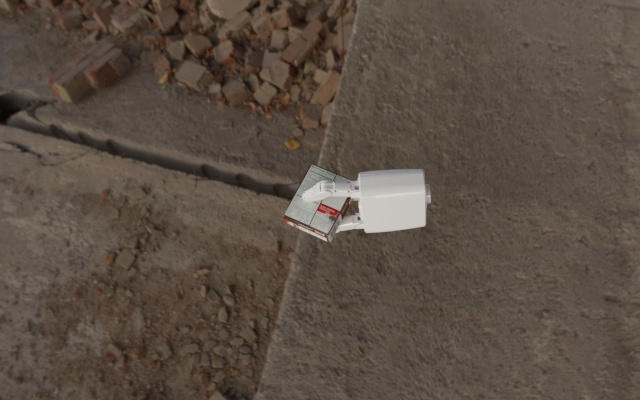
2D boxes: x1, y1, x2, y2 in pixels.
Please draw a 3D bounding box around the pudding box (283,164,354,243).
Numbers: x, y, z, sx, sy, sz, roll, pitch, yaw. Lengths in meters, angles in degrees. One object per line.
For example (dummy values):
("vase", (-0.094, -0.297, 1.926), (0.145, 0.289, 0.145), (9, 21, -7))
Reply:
("pudding box", (0.000, 0.003, 0.823), (0.090, 0.113, 0.039), (23, -20, 16))
